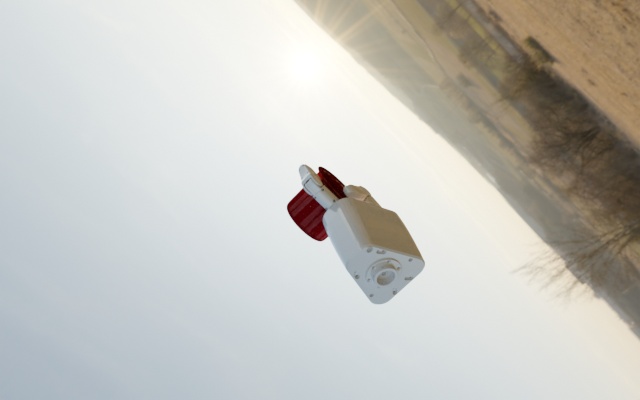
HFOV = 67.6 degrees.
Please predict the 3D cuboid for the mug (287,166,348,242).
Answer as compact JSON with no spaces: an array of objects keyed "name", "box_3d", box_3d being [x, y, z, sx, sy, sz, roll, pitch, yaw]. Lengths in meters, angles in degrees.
[{"name":"mug","box_3d":[0.000,0.002,0.743,0.093,0.081,0.117,38,15,-29]}]
